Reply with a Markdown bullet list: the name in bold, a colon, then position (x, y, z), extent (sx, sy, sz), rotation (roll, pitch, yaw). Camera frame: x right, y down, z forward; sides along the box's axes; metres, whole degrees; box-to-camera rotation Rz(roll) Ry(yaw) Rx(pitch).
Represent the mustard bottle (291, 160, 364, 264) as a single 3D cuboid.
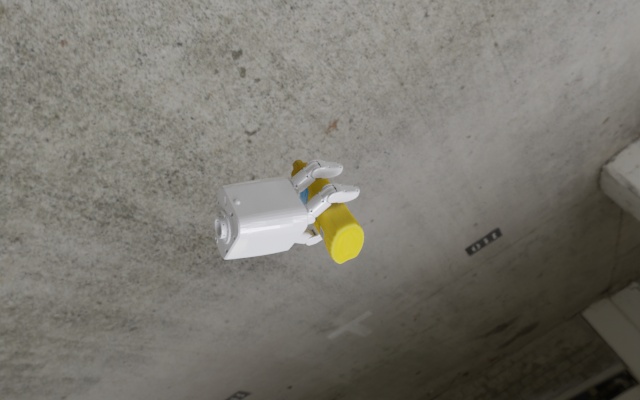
- **mustard bottle**: position (0.001, 0.003, 0.766), extent (0.058, 0.191, 0.096), rotation (-24, -36, -11)
